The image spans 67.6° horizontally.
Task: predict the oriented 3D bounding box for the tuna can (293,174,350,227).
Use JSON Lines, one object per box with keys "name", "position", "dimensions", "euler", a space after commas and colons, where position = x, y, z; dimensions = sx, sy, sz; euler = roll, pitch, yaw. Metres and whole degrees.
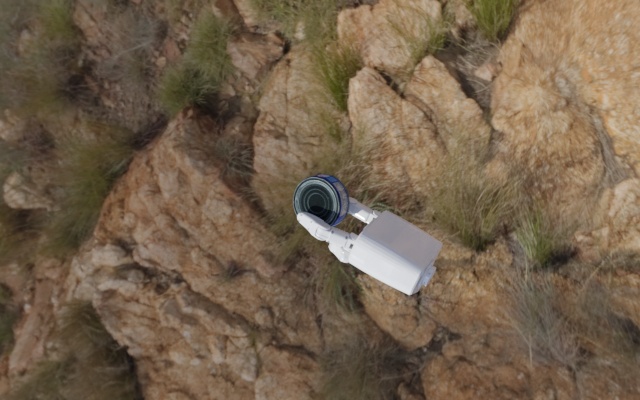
{"name": "tuna can", "position": [0.000, 0.003, 0.747], "dimensions": [0.086, 0.086, 0.033], "euler": [0, 9, 30]}
